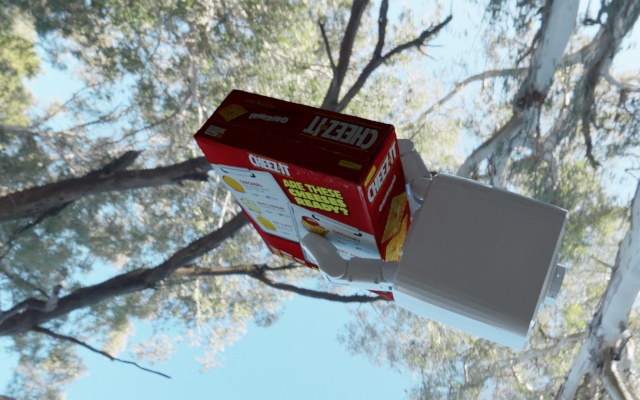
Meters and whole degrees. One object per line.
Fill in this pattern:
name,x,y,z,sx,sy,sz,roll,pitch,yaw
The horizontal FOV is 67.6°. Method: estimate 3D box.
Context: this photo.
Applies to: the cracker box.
cracker box,0.000,0.002,0.465,0.164,0.072,0.214,18,-28,26
